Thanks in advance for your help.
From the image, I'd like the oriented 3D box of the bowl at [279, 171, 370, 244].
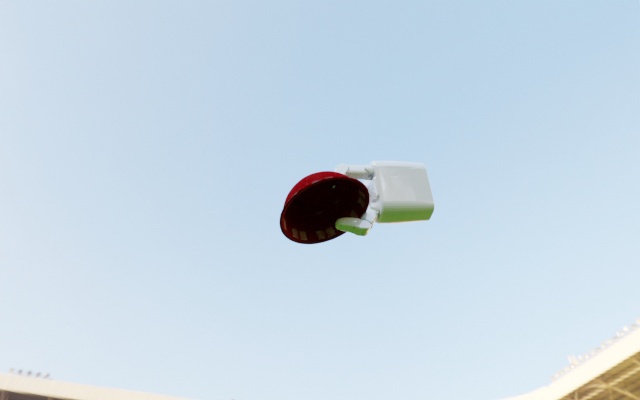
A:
[{"bbox_3d":[-0.001,0.002,0.817,0.162,0.162,0.055,0,44,-28],"label":"bowl"}]
